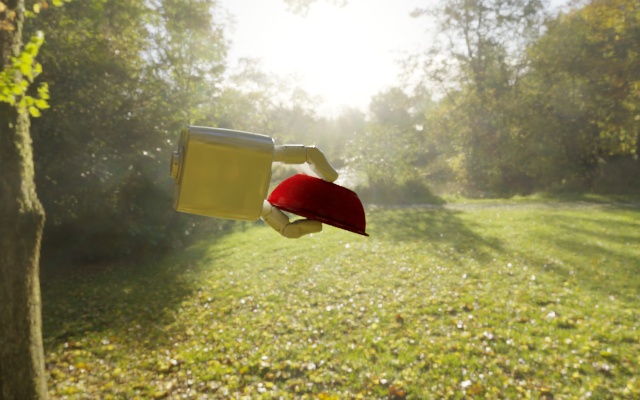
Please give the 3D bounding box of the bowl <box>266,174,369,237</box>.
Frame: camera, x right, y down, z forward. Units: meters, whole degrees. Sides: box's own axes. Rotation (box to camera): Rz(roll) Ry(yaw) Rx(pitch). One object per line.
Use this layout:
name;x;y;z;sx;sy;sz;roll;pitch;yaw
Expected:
bowl;0.001;0.002;0.682;0.162;0.055;0.162;18;-4;1
